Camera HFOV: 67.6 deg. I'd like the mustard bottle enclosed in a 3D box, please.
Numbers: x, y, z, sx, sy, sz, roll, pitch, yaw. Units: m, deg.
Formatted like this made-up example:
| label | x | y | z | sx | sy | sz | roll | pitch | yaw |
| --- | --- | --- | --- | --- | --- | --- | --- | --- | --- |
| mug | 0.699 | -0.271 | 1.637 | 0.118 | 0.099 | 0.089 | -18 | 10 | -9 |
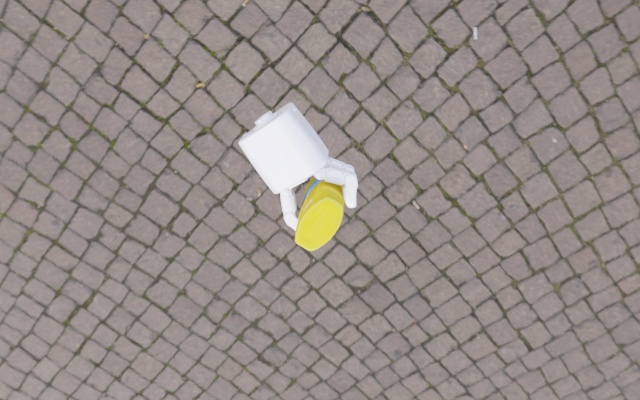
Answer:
| label | x | y | z | sx | sy | sz | roll | pitch | yaw |
| --- | --- | --- | --- | --- | --- | --- | --- | --- | --- |
| mustard bottle | 0.000 | 0.003 | 0.803 | 0.058 | 0.096 | 0.191 | 29 | 20 | -10 |
